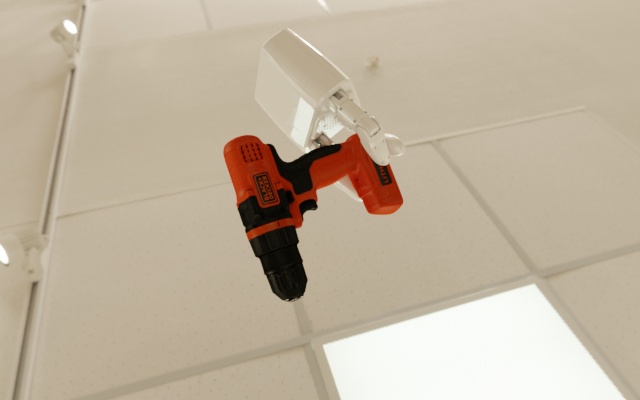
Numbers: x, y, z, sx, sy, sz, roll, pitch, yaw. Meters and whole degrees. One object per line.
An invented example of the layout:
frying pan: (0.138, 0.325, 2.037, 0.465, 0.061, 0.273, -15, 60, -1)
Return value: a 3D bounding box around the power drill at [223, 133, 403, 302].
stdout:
power drill: (0.000, 0.001, 0.539, 0.187, 0.184, 0.057, -16, -8, -29)
